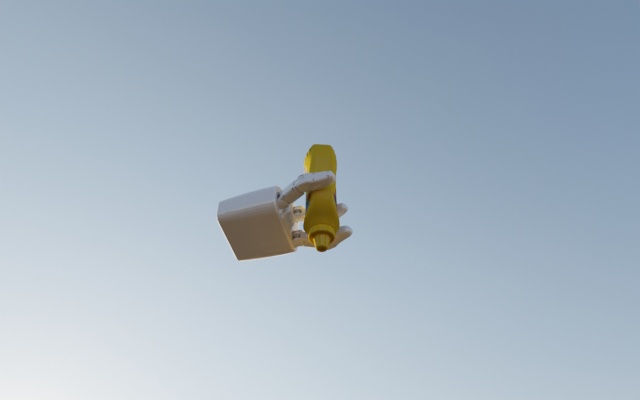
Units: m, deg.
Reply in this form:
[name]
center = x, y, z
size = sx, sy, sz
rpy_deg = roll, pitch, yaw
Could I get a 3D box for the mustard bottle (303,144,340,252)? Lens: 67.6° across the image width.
[mustard bottle]
center = 0.000, 0.002, 0.781
size = 0.058, 0.191, 0.096
rpy_deg = 4, -43, -5
